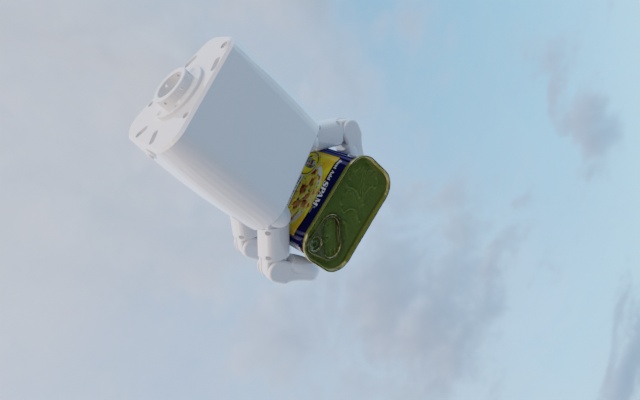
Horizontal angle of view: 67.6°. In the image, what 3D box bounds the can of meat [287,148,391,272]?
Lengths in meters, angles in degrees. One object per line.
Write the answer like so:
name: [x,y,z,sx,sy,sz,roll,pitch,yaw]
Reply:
can of meat: [0.000,0.001,0.435,0.057,0.102,0.084,37,-9,-40]
